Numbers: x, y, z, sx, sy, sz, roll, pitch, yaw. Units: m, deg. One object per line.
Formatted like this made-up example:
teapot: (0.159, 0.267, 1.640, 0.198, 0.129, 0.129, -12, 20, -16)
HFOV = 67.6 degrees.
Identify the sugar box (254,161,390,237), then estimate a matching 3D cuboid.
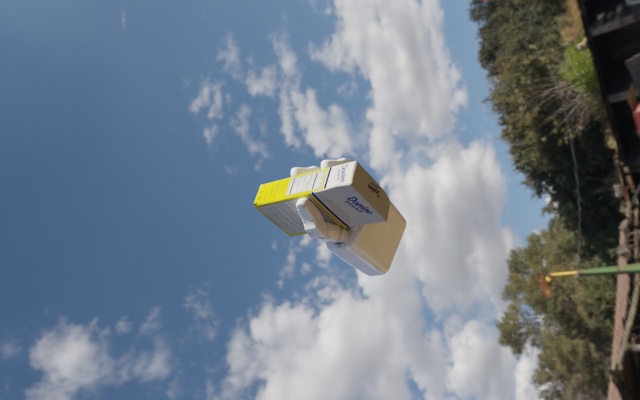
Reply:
sugar box: (0.000, 0.002, 0.675, 0.176, 0.048, 0.093, -13, -41, 35)
